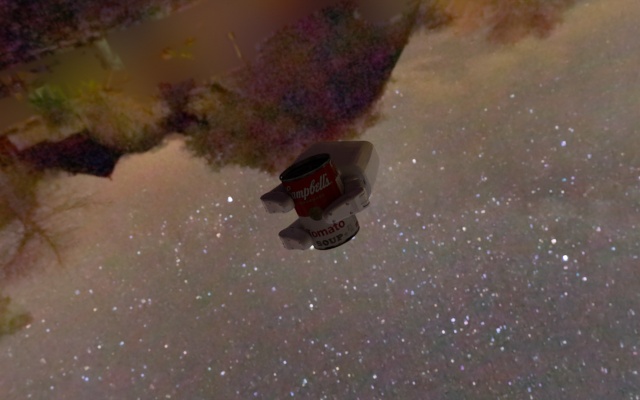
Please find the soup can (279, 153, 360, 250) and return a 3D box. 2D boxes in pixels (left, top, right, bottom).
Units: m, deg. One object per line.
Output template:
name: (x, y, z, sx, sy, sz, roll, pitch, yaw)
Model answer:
soup can: (0.000, 0.002, 0.594, 0.068, 0.102, 0.068, -22, 19, 8)
